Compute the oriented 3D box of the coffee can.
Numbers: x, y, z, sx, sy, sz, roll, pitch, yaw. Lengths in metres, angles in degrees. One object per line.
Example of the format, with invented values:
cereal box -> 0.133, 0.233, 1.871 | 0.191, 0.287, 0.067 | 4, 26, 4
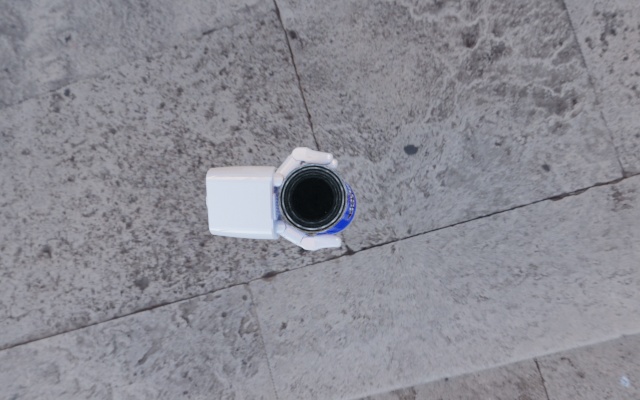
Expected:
coffee can -> 0.000, 0.003, 0.753 | 0.103, 0.103, 0.140 | 0, -5, 10
